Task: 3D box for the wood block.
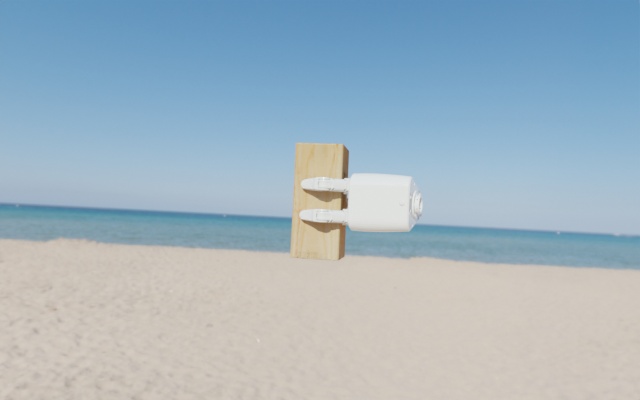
[{"bbox_3d":[0.001,0.003,0.888,0.090,0.206,0.091,3,-2,11],"label":"wood block"}]
